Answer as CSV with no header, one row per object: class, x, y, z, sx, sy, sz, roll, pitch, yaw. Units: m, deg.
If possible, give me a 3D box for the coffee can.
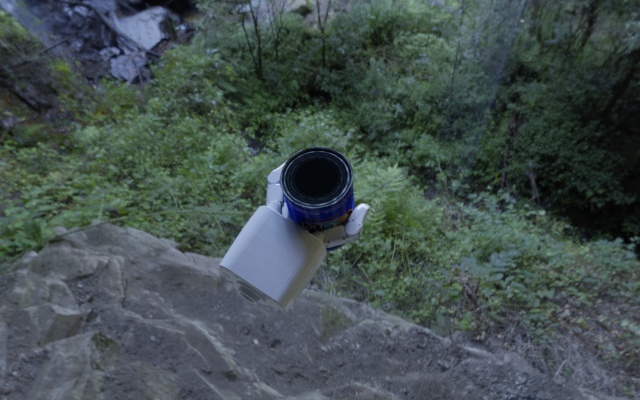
coffee can,0.000,0.002,0.715,0.103,0.102,0.140,0,-31,6
